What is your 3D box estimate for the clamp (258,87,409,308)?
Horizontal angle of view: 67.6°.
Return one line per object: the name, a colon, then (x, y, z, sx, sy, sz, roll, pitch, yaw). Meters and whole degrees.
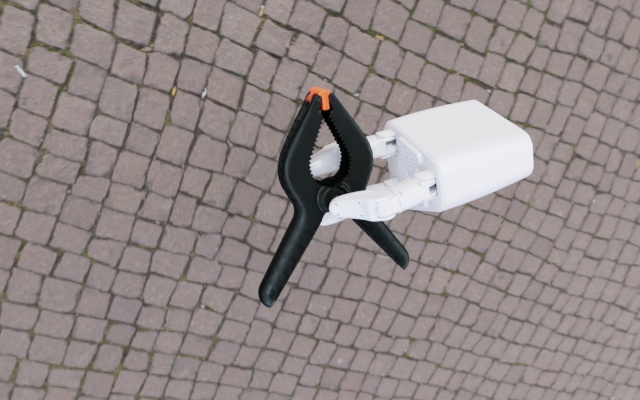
clamp: (0.000, 0.001, 0.458, 0.164, 0.210, 0.036, -19, 23, -16)
